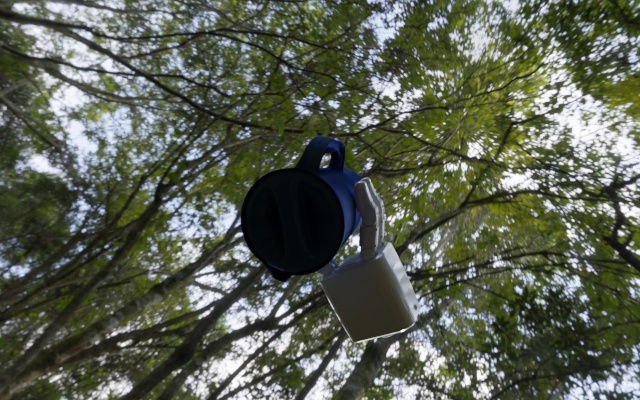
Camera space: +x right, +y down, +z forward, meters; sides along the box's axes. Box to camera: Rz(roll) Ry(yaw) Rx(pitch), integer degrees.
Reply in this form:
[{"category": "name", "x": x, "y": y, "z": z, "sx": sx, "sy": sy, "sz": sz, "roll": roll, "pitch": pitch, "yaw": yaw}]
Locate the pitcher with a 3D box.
[{"category": "pitcher", "x": 0.000, "y": 0.002, "z": 0.680, "sx": 0.149, "sy": 0.145, "sz": 0.243, "roll": -29, "pitch": -1, "yaw": 18}]
